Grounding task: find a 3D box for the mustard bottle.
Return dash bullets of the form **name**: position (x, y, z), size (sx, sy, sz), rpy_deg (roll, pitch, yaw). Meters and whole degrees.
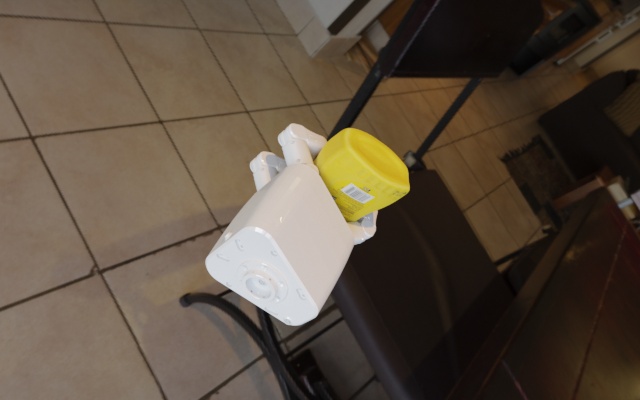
- **mustard bottle**: position (0.000, 0.001, 0.539), size (0.096, 0.058, 0.192), rpy_deg (28, -46, -30)
